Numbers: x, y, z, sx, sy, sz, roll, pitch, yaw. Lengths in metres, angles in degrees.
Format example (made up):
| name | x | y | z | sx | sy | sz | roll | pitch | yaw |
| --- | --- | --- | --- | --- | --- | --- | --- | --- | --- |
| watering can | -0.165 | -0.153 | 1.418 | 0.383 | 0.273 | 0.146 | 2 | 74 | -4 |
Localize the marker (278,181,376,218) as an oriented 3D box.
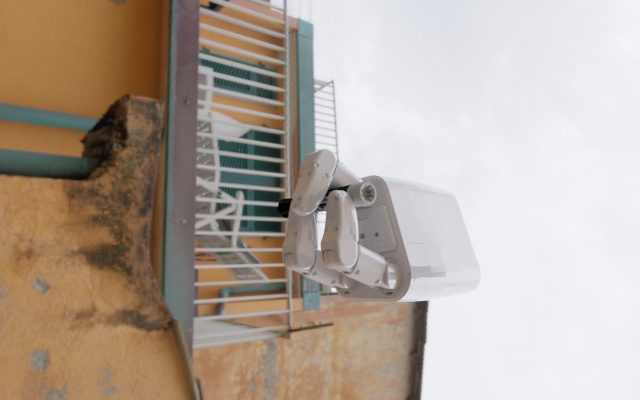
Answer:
| name | x | y | z | sx | sy | sz | roll | pitch | yaw |
| --- | --- | --- | --- | --- | --- | --- | --- | --- | --- |
| marker | 0.000 | 0.001 | 0.416 | 0.020 | 0.020 | 0.121 | 0 | -7 | -38 |
